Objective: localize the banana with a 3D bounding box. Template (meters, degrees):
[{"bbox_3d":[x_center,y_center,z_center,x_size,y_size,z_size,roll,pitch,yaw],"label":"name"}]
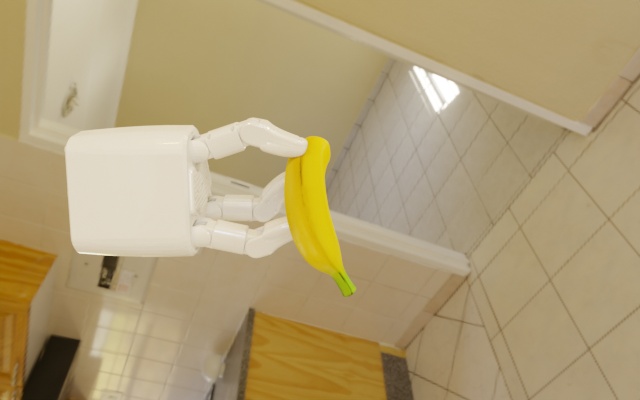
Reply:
[{"bbox_3d":[-0.007,-0.008,0.435,0.037,0.197,0.070,-20,-46,14],"label":"banana"}]
